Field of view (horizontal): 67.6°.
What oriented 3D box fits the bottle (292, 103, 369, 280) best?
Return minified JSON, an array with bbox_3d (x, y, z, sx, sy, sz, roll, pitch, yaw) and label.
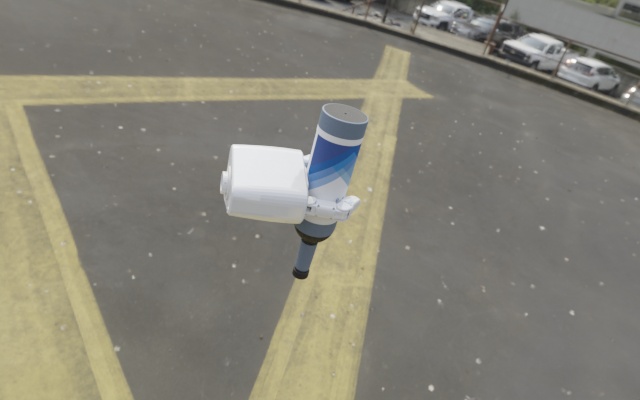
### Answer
[{"bbox_3d":[0.000,0.002,0.728,0.069,0.296,0.069,12,31,-7],"label":"bottle"}]
